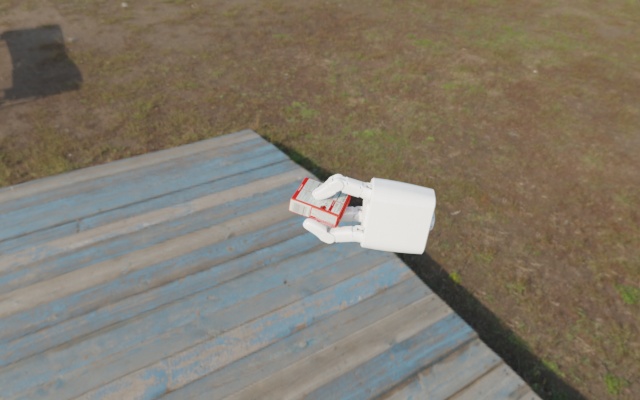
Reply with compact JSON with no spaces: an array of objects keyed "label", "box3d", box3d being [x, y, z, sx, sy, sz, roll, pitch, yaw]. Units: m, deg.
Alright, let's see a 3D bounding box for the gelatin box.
[{"label":"gelatin box","box3d":[0.000,0.002,0.814,0.089,0.030,0.073,20,38,7]}]
